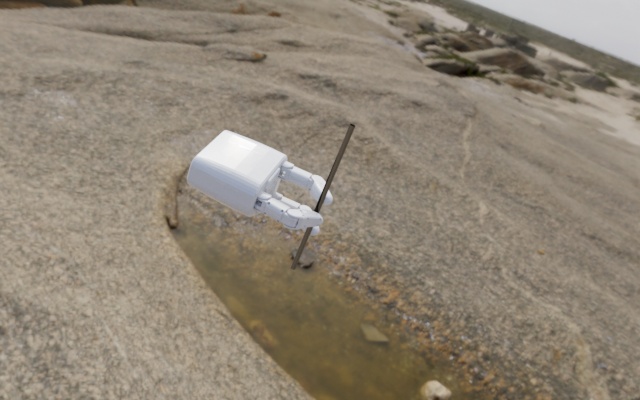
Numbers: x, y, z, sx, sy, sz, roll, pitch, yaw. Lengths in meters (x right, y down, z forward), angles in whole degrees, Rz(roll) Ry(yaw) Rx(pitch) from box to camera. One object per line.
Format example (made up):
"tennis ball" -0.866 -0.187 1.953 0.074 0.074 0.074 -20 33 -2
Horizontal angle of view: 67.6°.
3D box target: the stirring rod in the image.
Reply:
"stirring rod" 0.000 0.002 0.676 0.011 0.240 0.011 18 25 -9
